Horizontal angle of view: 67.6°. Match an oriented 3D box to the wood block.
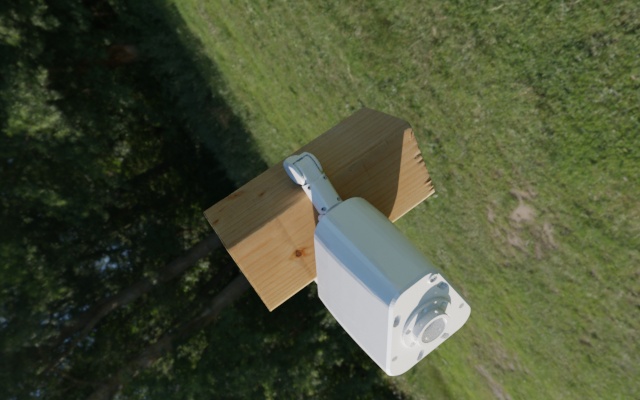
[{"bbox_3d":[0.000,0.002,0.487,0.206,0.091,0.090,-34,31,-11],"label":"wood block"}]
